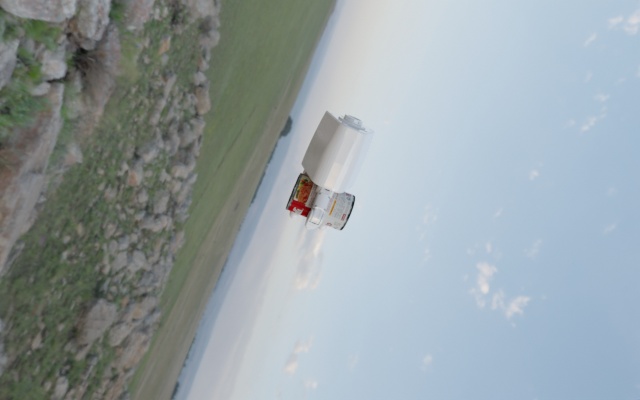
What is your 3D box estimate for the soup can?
[{"bbox_3d":[0.000,0.003,0.813,0.102,0.068,0.068,22,-3,-7],"label":"soup can"}]
